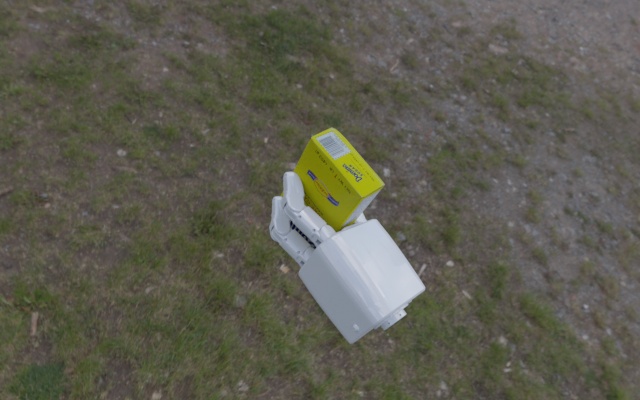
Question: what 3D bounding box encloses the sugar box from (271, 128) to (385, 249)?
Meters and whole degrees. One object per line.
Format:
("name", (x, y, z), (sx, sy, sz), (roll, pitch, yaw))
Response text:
("sugar box", (0.000, 0.002, 0.592), (0.048, 0.093, 0.176), (-28, -19, -37))
